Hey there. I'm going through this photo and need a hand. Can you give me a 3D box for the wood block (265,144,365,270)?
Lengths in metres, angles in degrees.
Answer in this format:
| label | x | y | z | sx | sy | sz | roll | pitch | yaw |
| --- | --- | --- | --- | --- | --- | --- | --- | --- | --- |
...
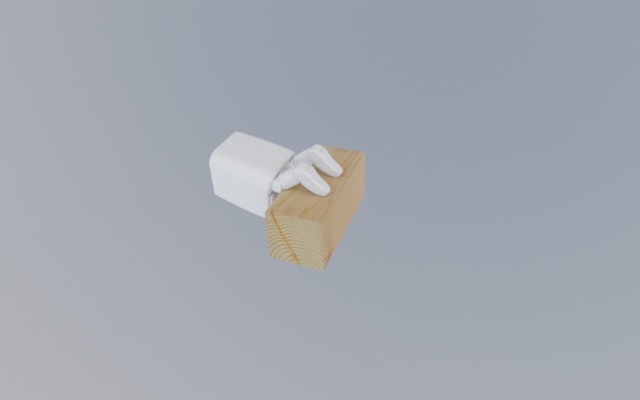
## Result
| label | x | y | z | sx | sy | sz | roll | pitch | yaw |
| --- | --- | --- | --- | --- | --- | --- | --- | --- | --- |
| wood block | 0.000 | 0.003 | 0.759 | 0.090 | 0.091 | 0.206 | 11 | 38 | 18 |
